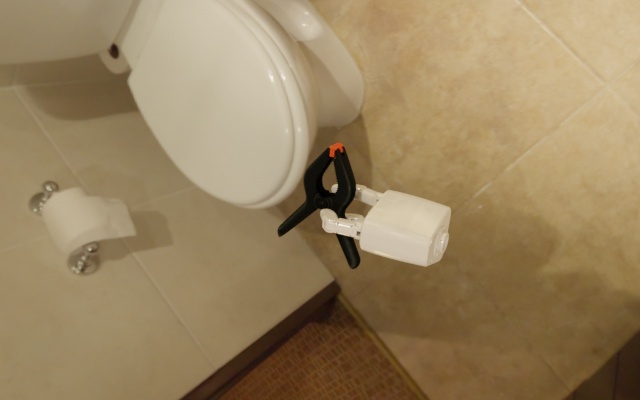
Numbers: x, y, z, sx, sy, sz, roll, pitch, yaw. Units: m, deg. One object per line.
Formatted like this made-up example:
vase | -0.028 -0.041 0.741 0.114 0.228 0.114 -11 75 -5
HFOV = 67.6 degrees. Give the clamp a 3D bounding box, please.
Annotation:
clamp | 0.000 0.002 0.813 0.164 0.210 0.036 14 24 24
